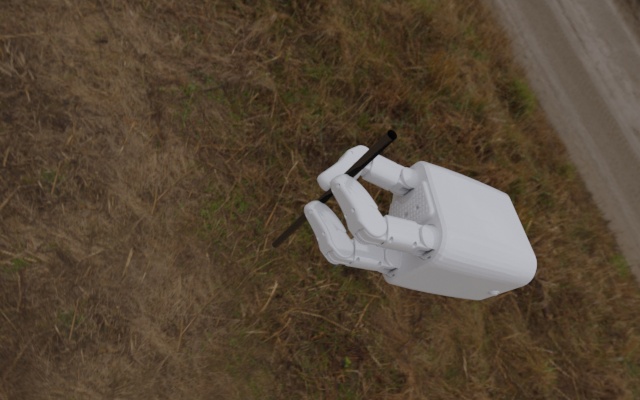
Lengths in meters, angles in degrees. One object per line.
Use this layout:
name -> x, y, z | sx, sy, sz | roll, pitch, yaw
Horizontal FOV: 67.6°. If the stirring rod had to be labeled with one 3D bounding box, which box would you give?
stirring rod -> 0.000, 0.001, 0.434 | 0.011, 0.011, 0.240 | 0, -23, -27
